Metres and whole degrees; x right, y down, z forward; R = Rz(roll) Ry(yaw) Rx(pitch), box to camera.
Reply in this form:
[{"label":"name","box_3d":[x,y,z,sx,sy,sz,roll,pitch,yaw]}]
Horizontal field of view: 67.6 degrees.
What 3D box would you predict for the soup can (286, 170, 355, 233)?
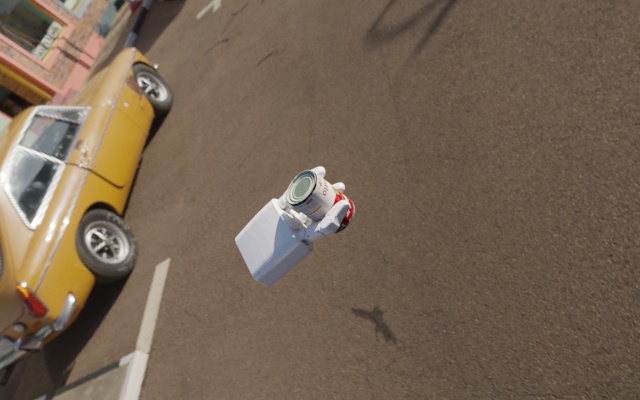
[{"label":"soup can","box_3d":[0.000,0.002,0.799,0.068,0.068,0.102,0,-29,48]}]
